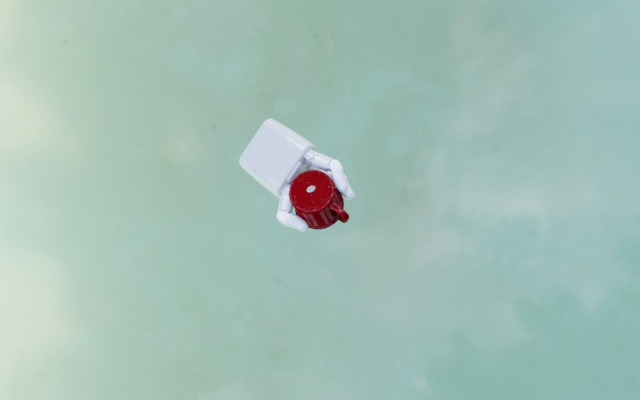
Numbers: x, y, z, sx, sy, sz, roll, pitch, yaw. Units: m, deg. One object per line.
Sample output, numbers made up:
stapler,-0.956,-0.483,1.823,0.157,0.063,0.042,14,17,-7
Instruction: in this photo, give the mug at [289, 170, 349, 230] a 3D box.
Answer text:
mug,0.001,0.004,0.846,0.117,0.093,0.081,35,-10,20
